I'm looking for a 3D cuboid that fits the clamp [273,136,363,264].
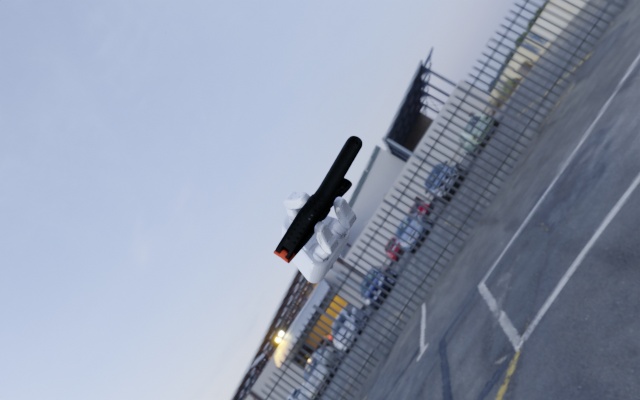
[{"bbox_3d":[-0.001,0.002,0.743,0.036,0.210,0.165,32,-27,11],"label":"clamp"}]
